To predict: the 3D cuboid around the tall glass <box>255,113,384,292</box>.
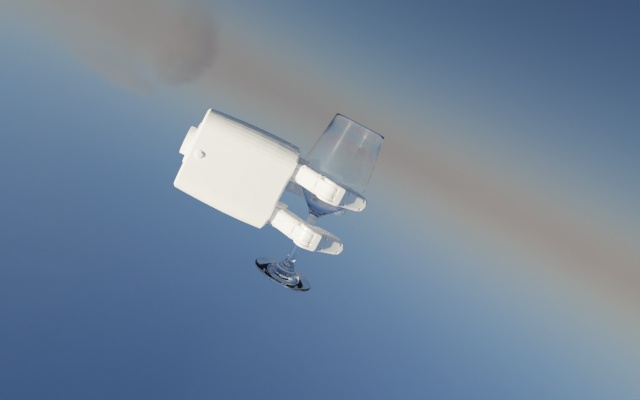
[{"bbox_3d":[0.000,0.002,0.556,0.079,0.201,0.079,27,9,-5],"label":"tall glass"}]
